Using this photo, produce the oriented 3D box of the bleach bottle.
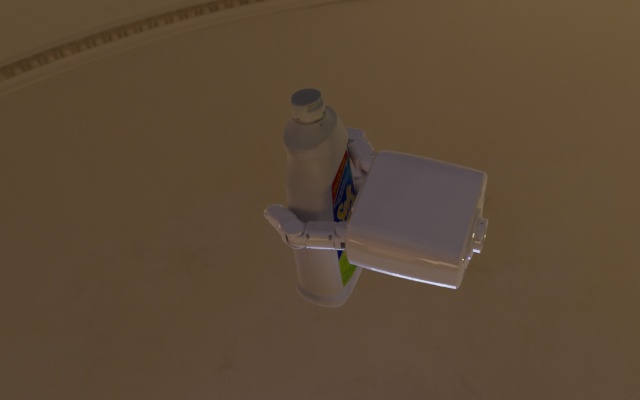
[{"bbox_3d":[0.000,0.002,0.511,0.068,0.251,0.102,13,48,23],"label":"bleach bottle"}]
